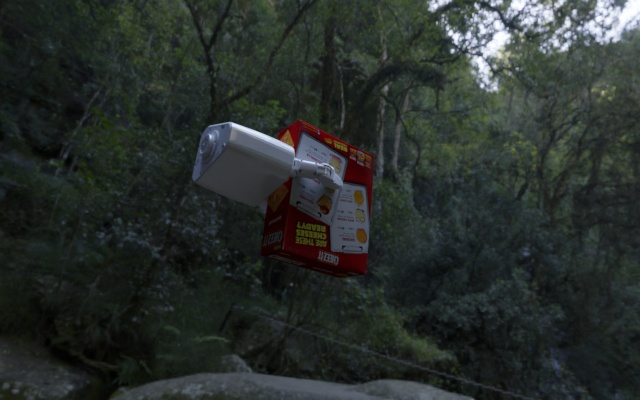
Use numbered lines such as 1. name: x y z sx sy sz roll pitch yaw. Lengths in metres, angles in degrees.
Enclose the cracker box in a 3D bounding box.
1. cracker box: 0.000 0.002 0.768 0.164 0.213 0.072 21 -26 -33
